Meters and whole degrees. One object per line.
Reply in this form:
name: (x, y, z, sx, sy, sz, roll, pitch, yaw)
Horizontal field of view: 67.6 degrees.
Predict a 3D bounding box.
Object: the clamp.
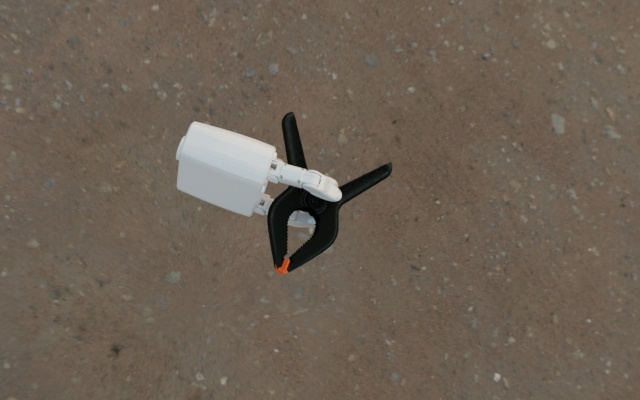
clamp: (0.000, 0.002, 0.627, 0.164, 0.210, 0.036, 19, -16, -8)
